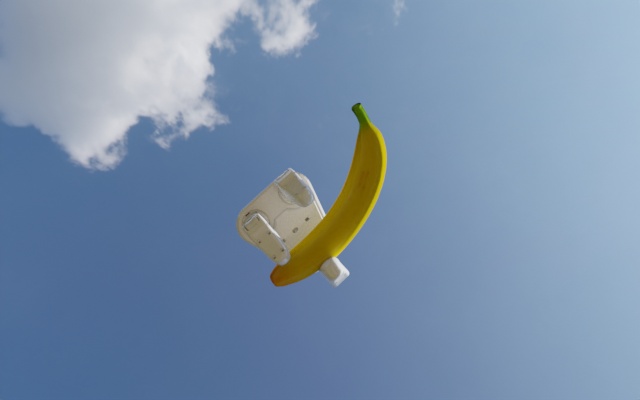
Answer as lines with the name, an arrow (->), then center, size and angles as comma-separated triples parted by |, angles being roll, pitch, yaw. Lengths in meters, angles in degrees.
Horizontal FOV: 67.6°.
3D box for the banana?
banana -> 0.018, 0.006, 0.482 | 0.069, 0.198, 0.037 | 24, 5, -16
